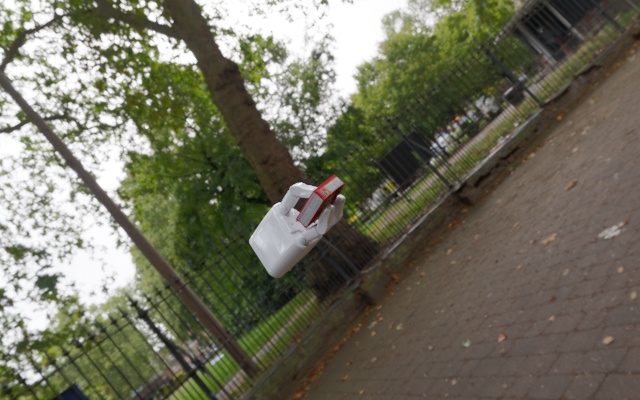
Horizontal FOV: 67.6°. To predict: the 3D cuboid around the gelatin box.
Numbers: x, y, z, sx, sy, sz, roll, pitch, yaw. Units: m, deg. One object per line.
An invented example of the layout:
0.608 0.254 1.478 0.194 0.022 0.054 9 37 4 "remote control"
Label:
0.000 0.002 0.892 0.073 0.030 0.089 -38 -15 -46 "gelatin box"
